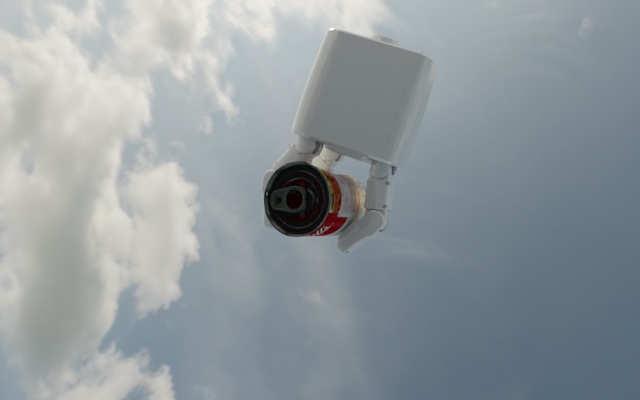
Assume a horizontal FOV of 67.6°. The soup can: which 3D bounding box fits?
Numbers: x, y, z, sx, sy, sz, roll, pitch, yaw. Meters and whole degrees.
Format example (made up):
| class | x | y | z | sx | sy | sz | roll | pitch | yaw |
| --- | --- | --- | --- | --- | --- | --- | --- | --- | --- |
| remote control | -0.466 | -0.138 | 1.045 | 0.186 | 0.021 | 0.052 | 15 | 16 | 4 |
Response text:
| class | x | y | z | sx | sy | sz | roll | pitch | yaw |
| --- | --- | --- | --- | --- | --- | --- | --- | --- | --- |
| soup can | 0.000 | 0.002 | 0.469 | 0.068 | 0.068 | 0.102 | 0 | -3 | 26 |
